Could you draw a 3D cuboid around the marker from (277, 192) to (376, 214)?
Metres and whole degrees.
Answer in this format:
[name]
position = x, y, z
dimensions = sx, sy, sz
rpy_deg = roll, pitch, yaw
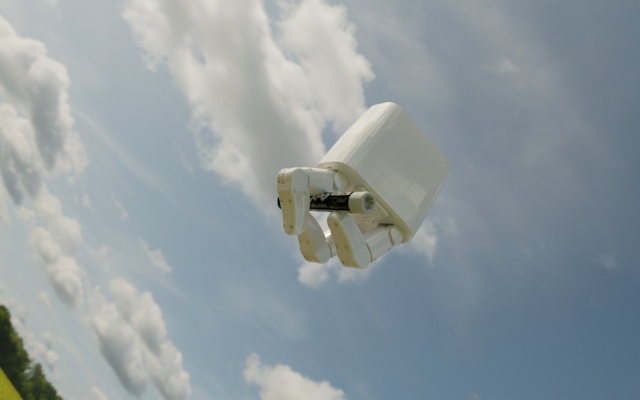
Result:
[marker]
position = 0.000, 0.002, 0.444
dimensions = 0.020, 0.020, 0.121
rpy_deg = 0, 0, -42
